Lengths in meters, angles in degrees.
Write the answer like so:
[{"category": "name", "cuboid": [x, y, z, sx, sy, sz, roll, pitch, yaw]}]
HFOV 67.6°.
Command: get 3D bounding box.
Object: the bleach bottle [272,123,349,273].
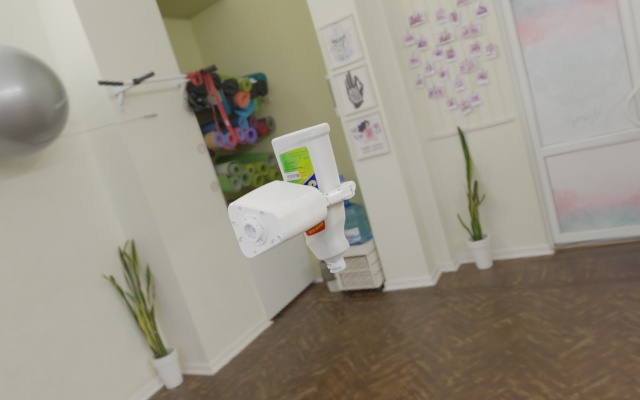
[{"category": "bleach bottle", "cuboid": [0.000, 0.003, 0.815, 0.102, 0.251, 0.068, -10, 13, 39]}]
